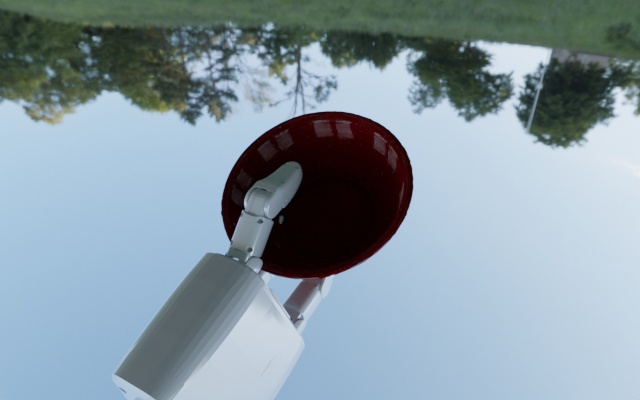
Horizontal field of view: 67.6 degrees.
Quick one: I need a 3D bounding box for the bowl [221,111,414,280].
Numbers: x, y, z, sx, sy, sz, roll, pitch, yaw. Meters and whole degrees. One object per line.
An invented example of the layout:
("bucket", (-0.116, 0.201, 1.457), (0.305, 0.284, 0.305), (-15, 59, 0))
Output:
("bowl", (0.001, 0.001, 0.412), (0.162, 0.162, 0.055), (0, -30, 16))
